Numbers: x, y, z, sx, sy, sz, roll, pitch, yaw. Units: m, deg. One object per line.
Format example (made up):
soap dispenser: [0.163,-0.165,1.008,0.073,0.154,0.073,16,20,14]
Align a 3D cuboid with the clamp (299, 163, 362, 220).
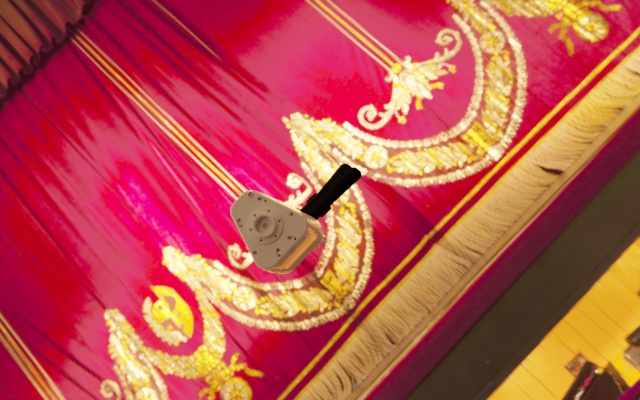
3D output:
clamp: [0.000,0.002,0.763,0.039,0.171,0.120,43,0,13]
